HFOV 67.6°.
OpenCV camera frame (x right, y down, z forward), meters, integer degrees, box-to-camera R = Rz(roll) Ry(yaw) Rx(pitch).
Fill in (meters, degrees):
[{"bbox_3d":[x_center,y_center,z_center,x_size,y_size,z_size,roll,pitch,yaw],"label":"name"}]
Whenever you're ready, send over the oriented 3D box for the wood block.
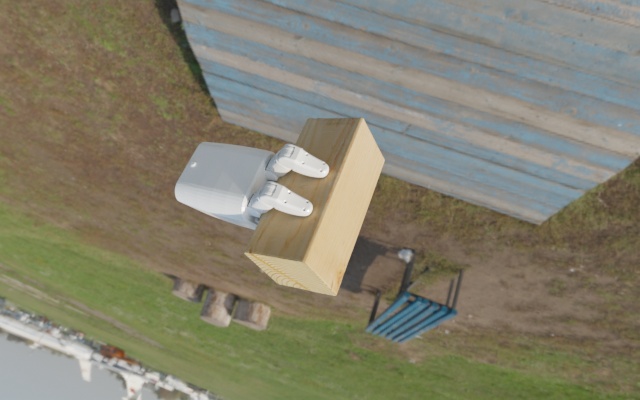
[{"bbox_3d":[0.000,0.002,0.607,0.090,0.206,0.091,5,-31,32],"label":"wood block"}]
